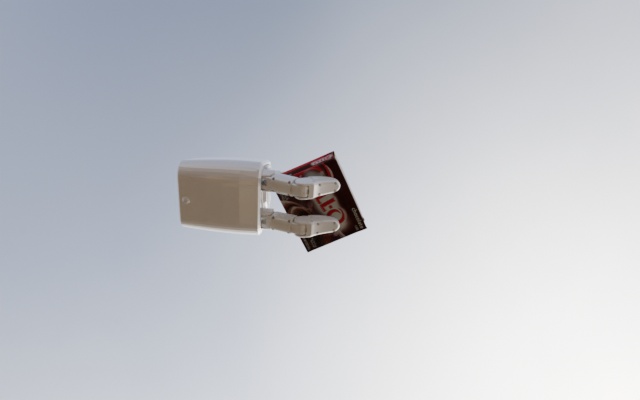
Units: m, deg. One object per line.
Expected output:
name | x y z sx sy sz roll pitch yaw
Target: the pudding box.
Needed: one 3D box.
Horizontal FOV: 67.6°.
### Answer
pudding box | 0.000 0.002 0.642 0.090 0.113 0.039 -23 23 9
